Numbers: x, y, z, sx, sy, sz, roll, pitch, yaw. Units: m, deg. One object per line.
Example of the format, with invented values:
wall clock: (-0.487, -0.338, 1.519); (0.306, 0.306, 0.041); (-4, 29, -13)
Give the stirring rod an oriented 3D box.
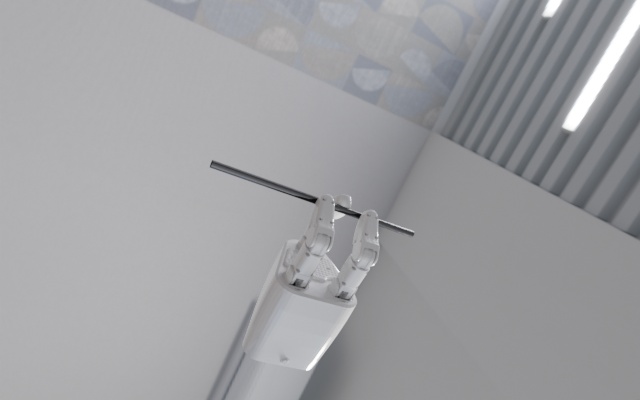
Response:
stirring rod: (0.000, 0.002, 0.505); (0.239, 0.011, 0.011); (19, -7, -22)
